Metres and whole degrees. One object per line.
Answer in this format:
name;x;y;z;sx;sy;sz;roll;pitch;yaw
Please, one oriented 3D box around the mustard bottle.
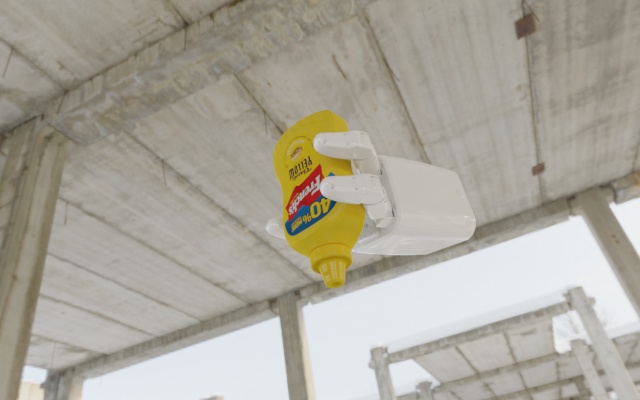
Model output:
mustard bottle;0.000;0.001;0.500;0.096;0.191;0.058;-33;-40;29
